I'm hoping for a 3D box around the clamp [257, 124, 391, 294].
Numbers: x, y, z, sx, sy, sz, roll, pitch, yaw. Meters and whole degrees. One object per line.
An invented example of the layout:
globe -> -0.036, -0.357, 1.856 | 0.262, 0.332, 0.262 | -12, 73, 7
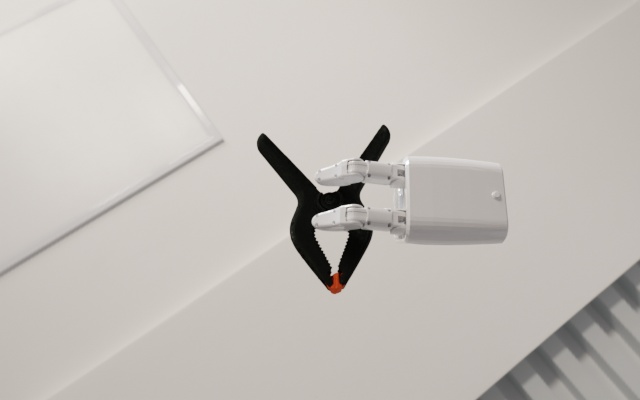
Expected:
clamp -> 0.000, 0.003, 0.559 | 0.164, 0.210, 0.036 | 2, -22, 3
